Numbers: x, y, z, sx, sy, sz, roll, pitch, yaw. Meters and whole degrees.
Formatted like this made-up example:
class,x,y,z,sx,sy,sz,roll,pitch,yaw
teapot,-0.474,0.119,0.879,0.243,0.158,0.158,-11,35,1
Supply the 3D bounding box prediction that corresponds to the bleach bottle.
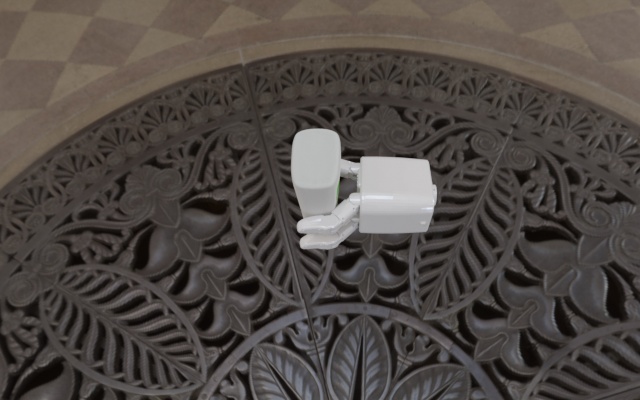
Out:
class,x,y,z,sx,sy,sz,roll,pitch,yaw
bleach bottle,0.000,0.003,0.754,0.068,0.102,0.251,1,-29,4
